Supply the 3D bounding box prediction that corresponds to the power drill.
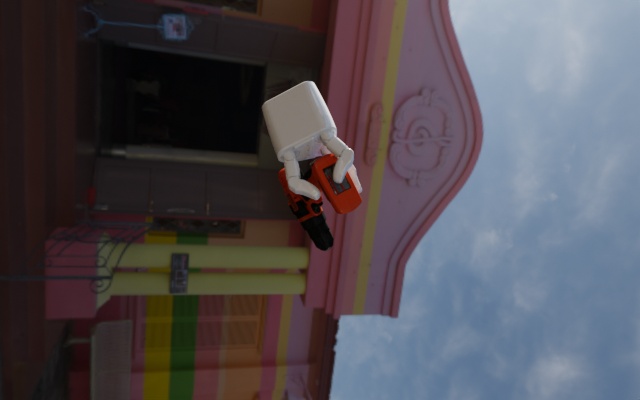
[{"bbox_3d":[0.000,0.003,0.885,0.057,0.184,0.188,-30,2,-28],"label":"power drill"}]
